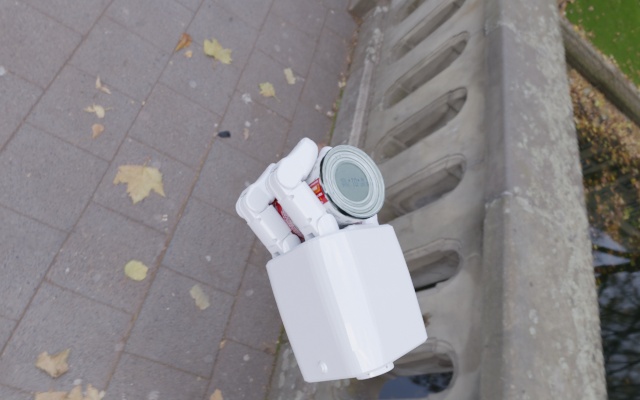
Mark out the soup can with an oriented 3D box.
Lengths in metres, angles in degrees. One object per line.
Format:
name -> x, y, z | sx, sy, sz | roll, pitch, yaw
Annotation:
soup can -> 0.000, 0.001, 0.428 | 0.068, 0.068, 0.102 | 0, -20, -36
